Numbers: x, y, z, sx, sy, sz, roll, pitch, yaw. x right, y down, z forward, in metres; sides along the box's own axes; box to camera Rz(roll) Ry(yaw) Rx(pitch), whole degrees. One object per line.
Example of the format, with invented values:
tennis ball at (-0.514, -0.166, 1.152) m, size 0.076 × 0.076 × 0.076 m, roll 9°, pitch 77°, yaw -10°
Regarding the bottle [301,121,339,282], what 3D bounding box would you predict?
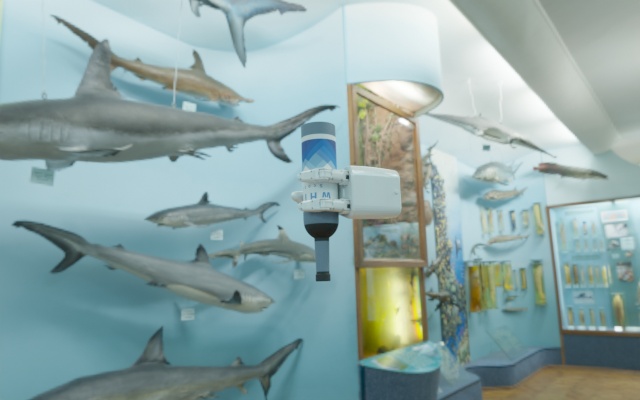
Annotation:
bottle at (0.000, 0.003, 0.898) m, size 0.069 × 0.295 × 0.069 m, roll -2°, pitch -9°, yaw 0°
